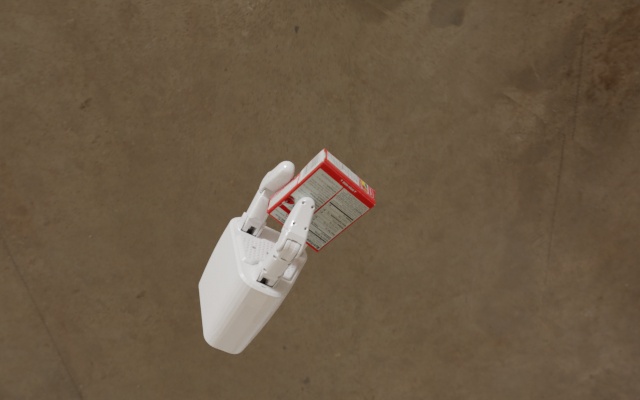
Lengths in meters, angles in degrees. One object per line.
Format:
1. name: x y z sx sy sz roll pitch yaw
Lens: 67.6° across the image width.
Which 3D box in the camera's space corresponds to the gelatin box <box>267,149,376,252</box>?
1. gelatin box: 0.000 0.002 0.490 0.073 0.089 0.030 38 28 -21
